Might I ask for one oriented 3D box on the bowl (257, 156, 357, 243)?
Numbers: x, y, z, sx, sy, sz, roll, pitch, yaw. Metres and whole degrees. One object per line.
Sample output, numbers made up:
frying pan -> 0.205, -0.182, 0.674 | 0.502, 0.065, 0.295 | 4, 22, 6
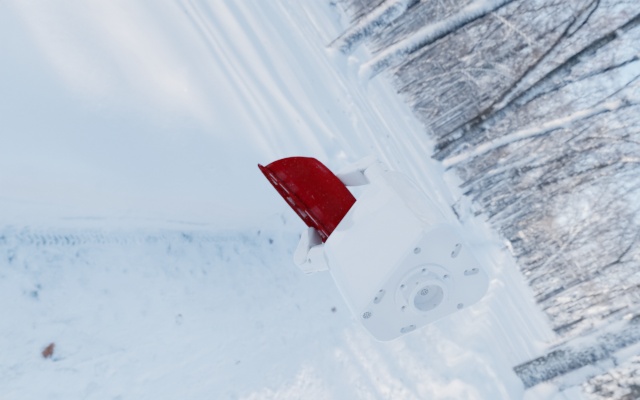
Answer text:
bowl -> 0.000, 0.001, 0.554 | 0.055, 0.162, 0.162 | -42, 5, -6
